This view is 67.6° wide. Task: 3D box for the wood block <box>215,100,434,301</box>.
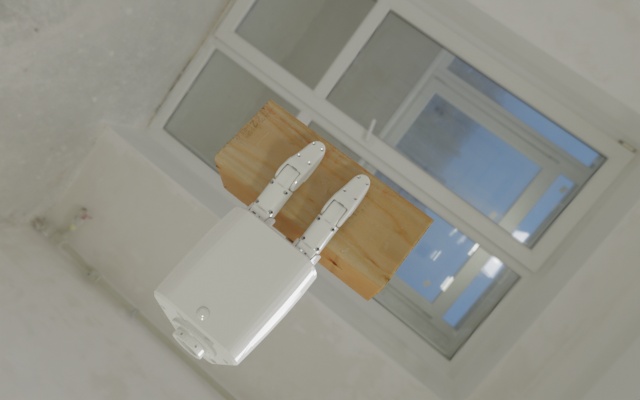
[{"bbox_3d":[0.000,0.002,0.505,0.206,0.090,0.091,38,-17,8],"label":"wood block"}]
